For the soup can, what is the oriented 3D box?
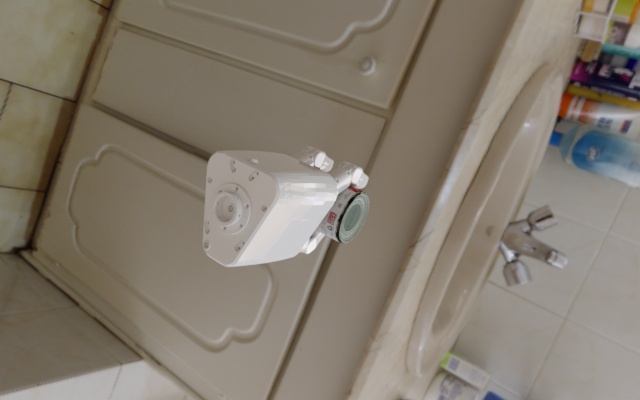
[{"bbox_3d":[0.001,0.002,0.586,0.102,0.068,0.068,25,12,28],"label":"soup can"}]
